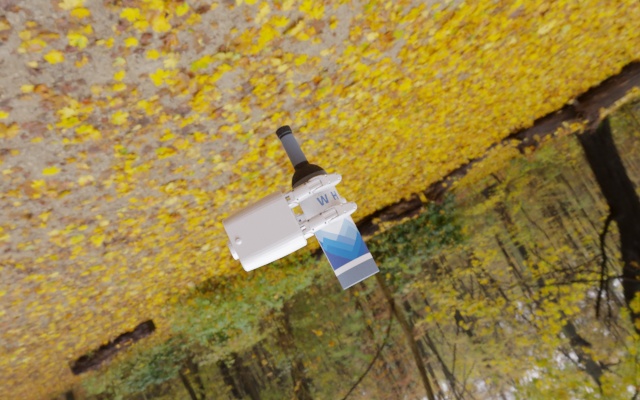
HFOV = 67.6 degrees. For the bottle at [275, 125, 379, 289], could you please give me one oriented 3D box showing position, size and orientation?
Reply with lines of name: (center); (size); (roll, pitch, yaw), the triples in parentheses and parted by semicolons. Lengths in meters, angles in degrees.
bottle: (0.000, 0.003, 0.809); (0.069, 0.295, 0.069); (-27, -11, -6)
